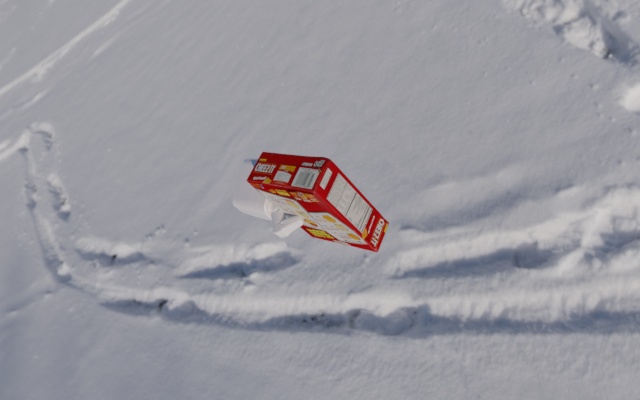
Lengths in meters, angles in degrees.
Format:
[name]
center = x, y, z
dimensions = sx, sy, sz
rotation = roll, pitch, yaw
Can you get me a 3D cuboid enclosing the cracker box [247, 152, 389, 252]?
[cracker box]
center = 0.000, 0.003, 0.843
dimensions = 0.164, 0.072, 0.214
rotation = 10, -24, 42
